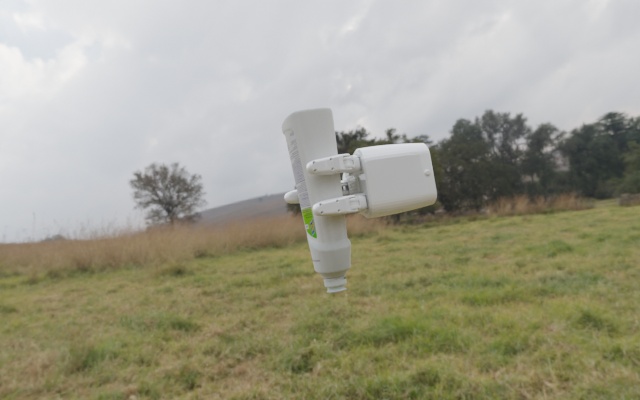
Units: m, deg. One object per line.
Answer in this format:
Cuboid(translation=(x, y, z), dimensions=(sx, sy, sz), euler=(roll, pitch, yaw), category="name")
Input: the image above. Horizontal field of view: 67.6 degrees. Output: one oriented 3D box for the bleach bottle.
Cuboid(translation=(0.000, 0.002, 0.676), dimensions=(0.068, 0.251, 0.102), euler=(-9, -2, -12), category="bleach bottle")
